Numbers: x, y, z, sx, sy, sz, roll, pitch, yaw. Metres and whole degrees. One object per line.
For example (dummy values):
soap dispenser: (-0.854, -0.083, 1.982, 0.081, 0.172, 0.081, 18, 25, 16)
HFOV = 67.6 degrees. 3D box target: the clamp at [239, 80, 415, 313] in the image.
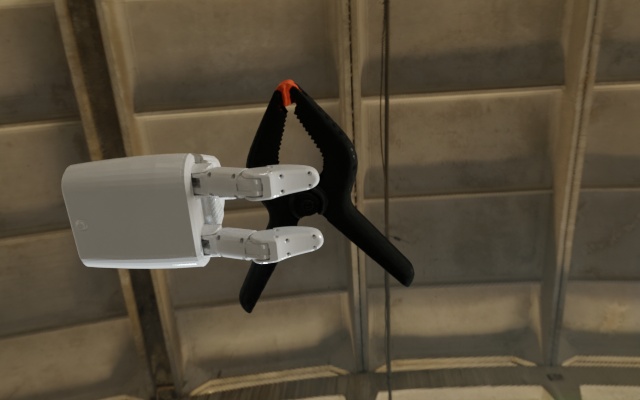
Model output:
clamp: (0.000, 0.001, 0.419, 0.164, 0.210, 0.036, -4, 20, 0)
